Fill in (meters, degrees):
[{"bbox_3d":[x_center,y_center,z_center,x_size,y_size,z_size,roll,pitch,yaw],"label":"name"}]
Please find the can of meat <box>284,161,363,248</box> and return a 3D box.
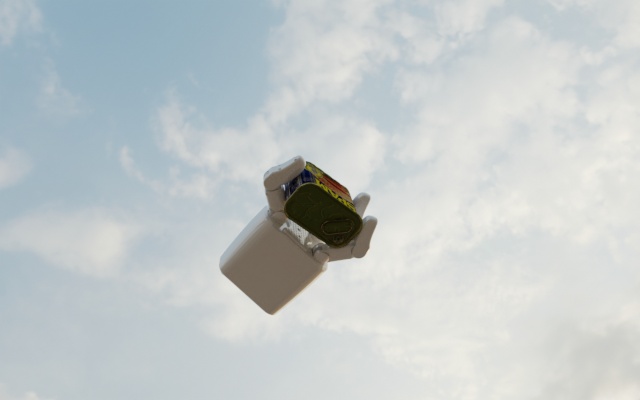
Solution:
[{"bbox_3d":[0.000,0.002,0.625,0.102,0.057,0.084,35,18,-22],"label":"can of meat"}]
